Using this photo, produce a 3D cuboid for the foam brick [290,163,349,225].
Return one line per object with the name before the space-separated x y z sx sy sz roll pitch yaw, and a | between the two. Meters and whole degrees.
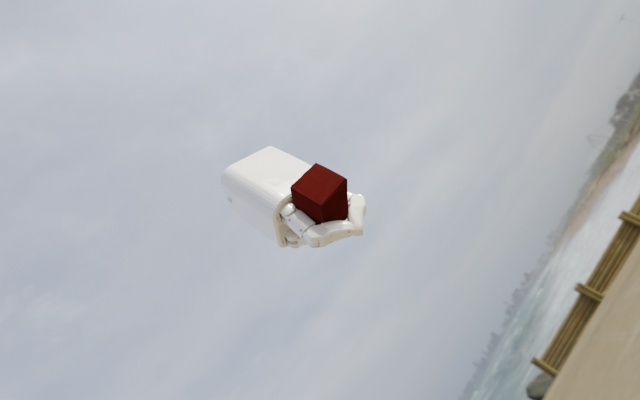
foam brick | 0.000 0.002 0.607 0.051 0.053 0.078 32 -29 26
